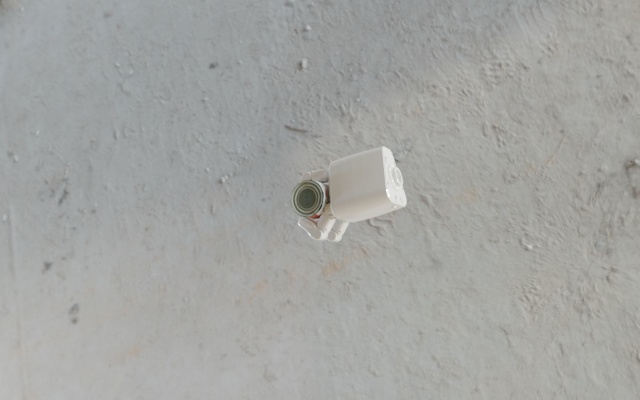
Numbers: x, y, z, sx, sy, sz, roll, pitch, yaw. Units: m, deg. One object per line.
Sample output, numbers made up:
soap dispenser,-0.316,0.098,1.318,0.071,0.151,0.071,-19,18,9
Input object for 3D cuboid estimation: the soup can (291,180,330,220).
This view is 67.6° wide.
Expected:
soup can,0.000,0.003,0.870,0.068,0.068,0.102,0,-7,29
